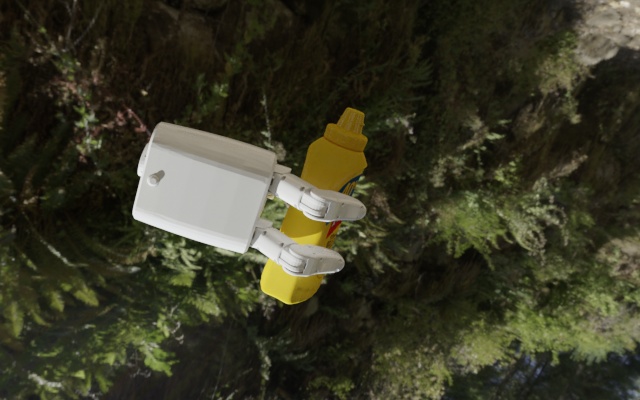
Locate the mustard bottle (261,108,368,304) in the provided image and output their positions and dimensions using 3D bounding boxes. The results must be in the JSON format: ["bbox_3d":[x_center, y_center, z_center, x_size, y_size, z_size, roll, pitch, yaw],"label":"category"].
[{"bbox_3d":[0.000,0.002,0.473,0.058,0.192,0.096,24,17,13],"label":"mustard bottle"}]
